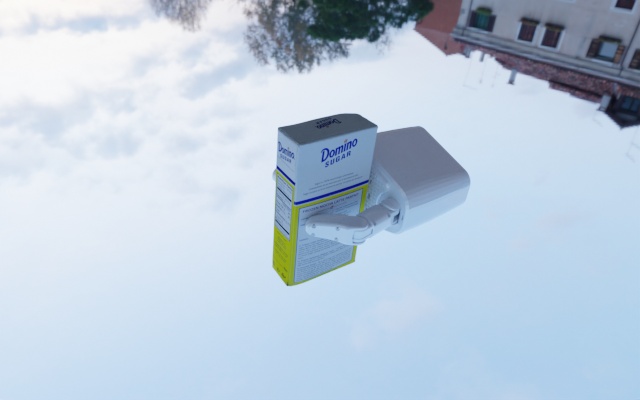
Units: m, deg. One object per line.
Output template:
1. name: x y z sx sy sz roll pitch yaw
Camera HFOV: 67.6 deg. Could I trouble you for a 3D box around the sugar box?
1. sugar box: 0.000 0.001 0.494 0.093 0.176 0.048 -17 39 -31
